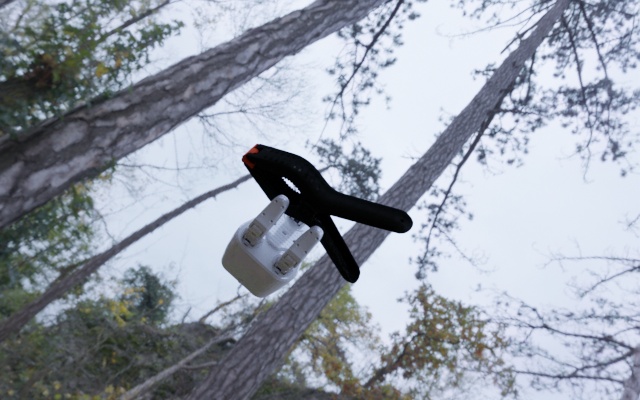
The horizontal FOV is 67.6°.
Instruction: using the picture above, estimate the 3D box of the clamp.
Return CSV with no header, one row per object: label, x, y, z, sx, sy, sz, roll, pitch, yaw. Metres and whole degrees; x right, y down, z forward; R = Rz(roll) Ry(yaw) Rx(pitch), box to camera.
clamp,0.000,0.001,0.557,0.036,0.210,0.165,-48,1,-36
